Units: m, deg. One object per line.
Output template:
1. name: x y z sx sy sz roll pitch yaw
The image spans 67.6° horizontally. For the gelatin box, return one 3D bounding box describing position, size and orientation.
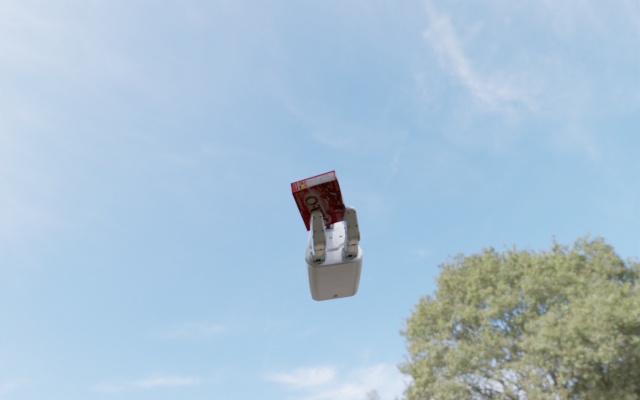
1. gelatin box: 0.000 0.002 0.753 0.073 0.089 0.030 -16 40 3
